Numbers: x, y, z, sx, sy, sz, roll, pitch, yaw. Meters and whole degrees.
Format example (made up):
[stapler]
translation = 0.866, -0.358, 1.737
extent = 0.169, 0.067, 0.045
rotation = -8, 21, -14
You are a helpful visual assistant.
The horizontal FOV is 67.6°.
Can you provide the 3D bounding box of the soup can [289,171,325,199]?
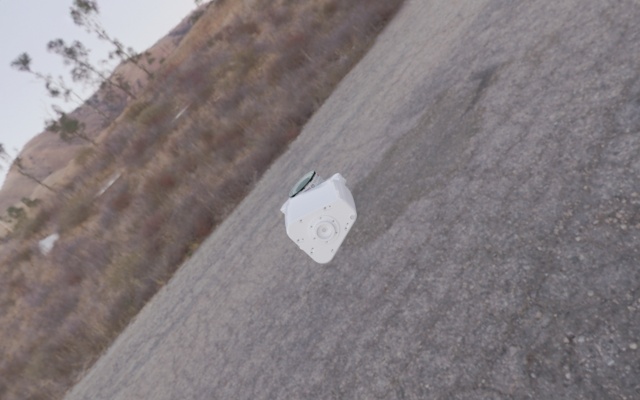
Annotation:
[soup can]
translation = 0.000, 0.002, 0.882
extent = 0.102, 0.068, 0.068
rotation = 44, -14, -15
